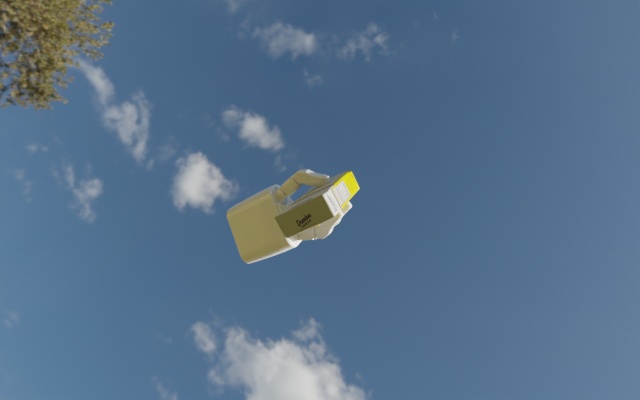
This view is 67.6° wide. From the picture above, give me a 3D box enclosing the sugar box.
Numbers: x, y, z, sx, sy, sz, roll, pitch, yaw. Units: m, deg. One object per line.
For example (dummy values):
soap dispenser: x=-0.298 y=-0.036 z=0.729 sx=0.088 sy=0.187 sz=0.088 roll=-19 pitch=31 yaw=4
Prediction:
sugar box: x=0.000 y=0.003 z=0.802 sx=0.093 sy=0.048 sz=0.176 roll=-25 pitch=9 yaw=23
